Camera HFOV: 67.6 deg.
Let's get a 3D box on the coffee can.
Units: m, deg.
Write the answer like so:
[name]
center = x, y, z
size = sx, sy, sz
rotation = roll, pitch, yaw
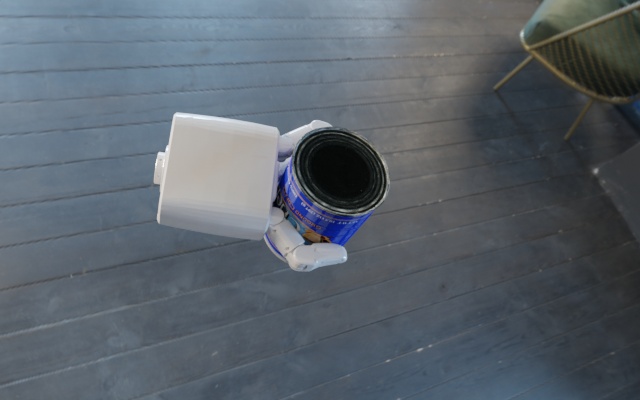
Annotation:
[coffee can]
center = 0.000, 0.002, 0.522
size = 0.103, 0.102, 0.140
rotation = 0, -28, -20
